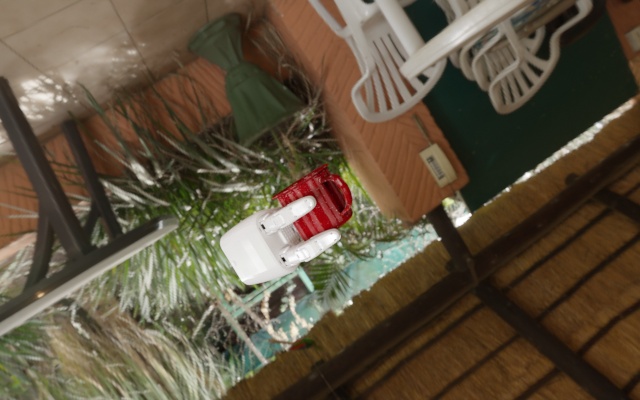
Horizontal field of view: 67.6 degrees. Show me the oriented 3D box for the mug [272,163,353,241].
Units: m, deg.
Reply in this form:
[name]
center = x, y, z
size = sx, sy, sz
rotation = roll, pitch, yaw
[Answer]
[mug]
center = 0.001, 0.002, 0.662
size = 0.117, 0.081, 0.093
rotation = -26, 8, 45
